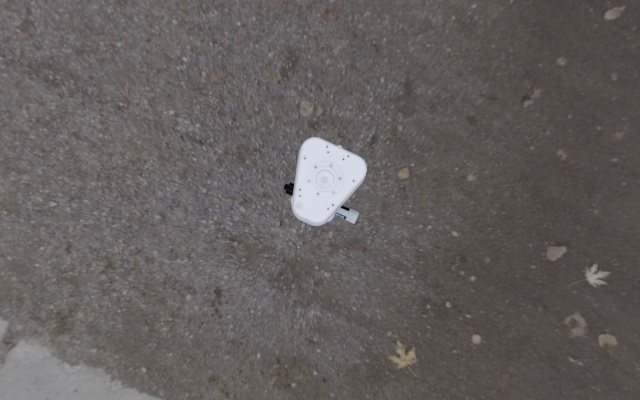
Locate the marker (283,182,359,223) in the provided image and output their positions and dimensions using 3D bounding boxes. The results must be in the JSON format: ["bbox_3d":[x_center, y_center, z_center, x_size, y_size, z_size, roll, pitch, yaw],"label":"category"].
[{"bbox_3d":[0.000,0.002,0.730,0.121,0.020,0.020,24,0,0],"label":"marker"}]
